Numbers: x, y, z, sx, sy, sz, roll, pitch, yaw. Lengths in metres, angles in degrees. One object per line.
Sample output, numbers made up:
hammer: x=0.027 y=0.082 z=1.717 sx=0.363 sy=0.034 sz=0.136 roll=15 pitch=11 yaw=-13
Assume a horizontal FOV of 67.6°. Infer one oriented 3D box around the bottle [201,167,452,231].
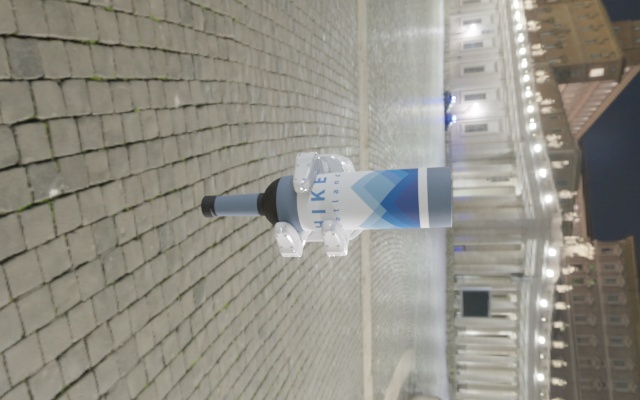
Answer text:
bottle: x=0.000 y=0.002 z=0.558 sx=0.296 sy=0.069 sz=0.069 roll=-2 pitch=-1 yaw=14
